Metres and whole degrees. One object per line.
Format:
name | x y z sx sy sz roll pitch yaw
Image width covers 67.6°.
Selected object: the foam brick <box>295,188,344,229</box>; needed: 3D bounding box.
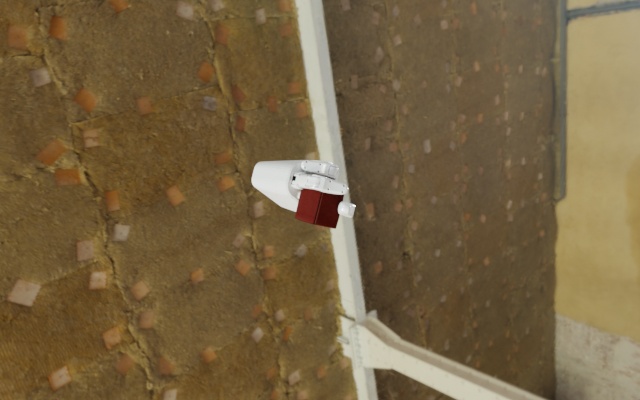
foam brick | 0.000 0.003 0.787 0.051 0.078 0.053 10 -5 46
